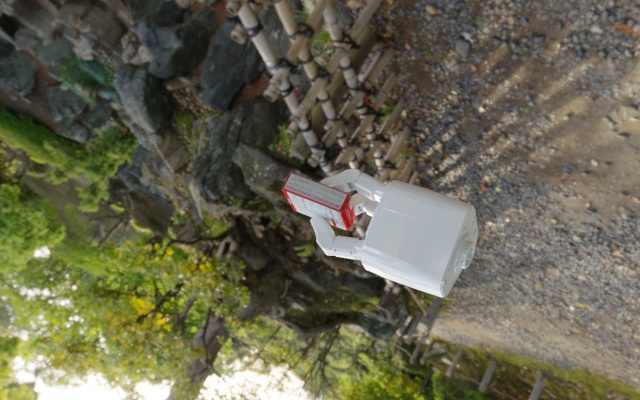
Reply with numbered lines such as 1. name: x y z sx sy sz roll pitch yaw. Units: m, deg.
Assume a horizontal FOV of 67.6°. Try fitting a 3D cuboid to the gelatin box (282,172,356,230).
1. gelatin box: 0.000 0.002 0.634 0.089 0.030 0.073 20 -18 18
